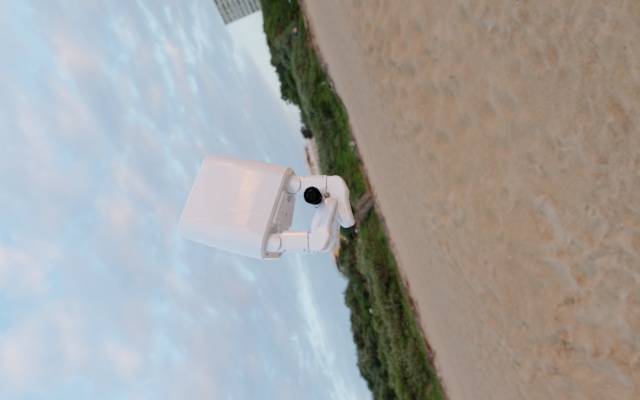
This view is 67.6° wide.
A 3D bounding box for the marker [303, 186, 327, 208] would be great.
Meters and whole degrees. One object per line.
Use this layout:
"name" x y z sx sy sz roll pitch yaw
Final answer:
"marker" 0.000 0.002 0.555 0.020 0.020 0.121 0 -8 10
